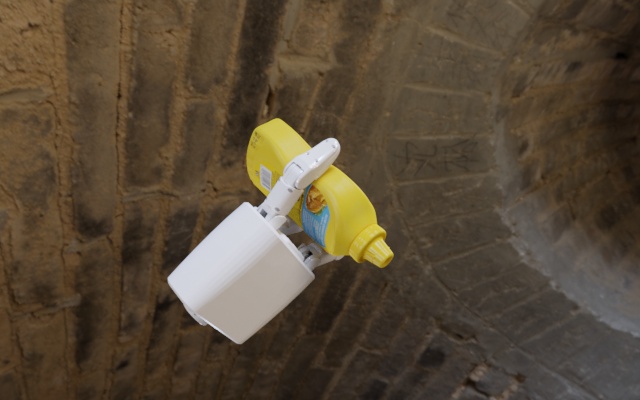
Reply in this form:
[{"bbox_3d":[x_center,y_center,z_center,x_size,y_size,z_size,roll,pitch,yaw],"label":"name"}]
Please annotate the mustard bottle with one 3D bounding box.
[{"bbox_3d":[0.000,0.001,0.499,0.058,0.096,0.191,-31,58,-30],"label":"mustard bottle"}]
